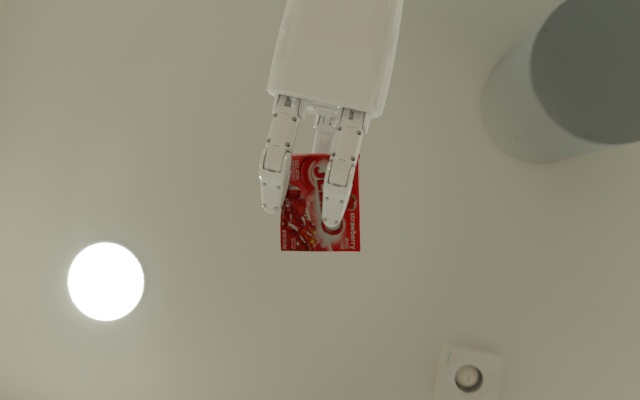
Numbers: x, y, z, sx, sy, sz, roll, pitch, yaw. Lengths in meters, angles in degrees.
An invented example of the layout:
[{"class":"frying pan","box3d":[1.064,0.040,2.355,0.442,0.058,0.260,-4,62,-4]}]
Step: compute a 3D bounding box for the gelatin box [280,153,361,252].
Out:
[{"class":"gelatin box","box3d":[0.000,0.002,0.436,0.073,0.089,0.030,0,7,6]}]
